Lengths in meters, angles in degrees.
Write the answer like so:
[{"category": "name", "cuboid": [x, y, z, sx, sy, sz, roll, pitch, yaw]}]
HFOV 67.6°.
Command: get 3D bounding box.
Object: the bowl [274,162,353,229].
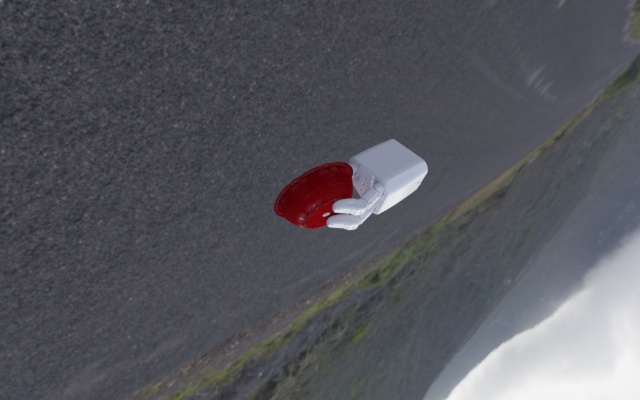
[{"category": "bowl", "cuboid": [-0.001, 0.004, 0.856, 0.162, 0.055, 0.162, -25, -24, -12]}]
